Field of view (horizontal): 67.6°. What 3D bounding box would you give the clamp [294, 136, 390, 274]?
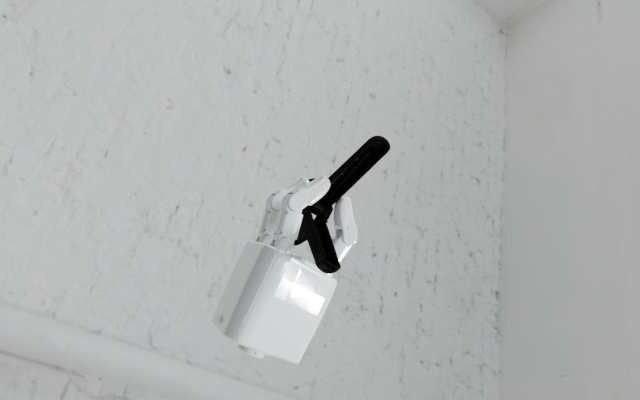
[{"bbox_3d":[0.000,0.003,0.584,0.036,0.164,0.210,33,-14,-22],"label":"clamp"}]
